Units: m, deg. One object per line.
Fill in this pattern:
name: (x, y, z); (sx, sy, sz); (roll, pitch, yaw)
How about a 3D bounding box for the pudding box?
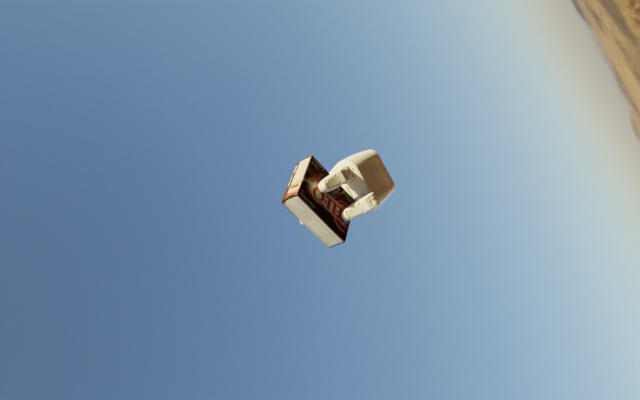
pudding box: (0.000, 0.002, 0.719); (0.039, 0.090, 0.113); (-28, -60, 35)
